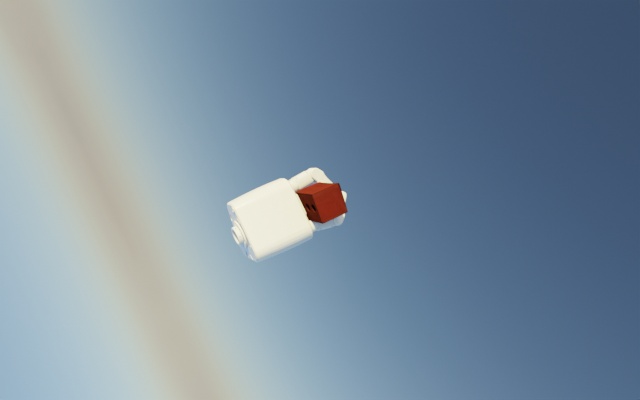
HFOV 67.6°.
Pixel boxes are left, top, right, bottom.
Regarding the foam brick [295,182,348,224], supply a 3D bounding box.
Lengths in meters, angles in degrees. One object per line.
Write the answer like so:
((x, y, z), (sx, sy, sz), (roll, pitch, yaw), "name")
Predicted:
((0.000, 0.002, 0.795), (0.051, 0.053, 0.078), (-24, 12, -23), "foam brick")
